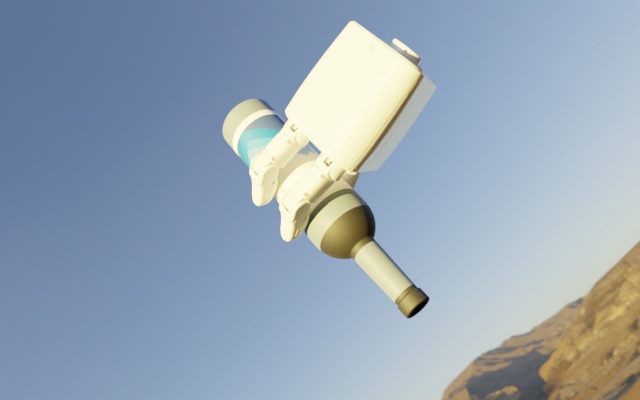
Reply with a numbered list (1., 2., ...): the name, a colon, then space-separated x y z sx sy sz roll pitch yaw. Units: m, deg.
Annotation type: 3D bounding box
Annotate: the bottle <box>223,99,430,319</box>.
1. bottle: 0.000 0.002 0.495 0.069 0.069 0.295 0 40 -50
